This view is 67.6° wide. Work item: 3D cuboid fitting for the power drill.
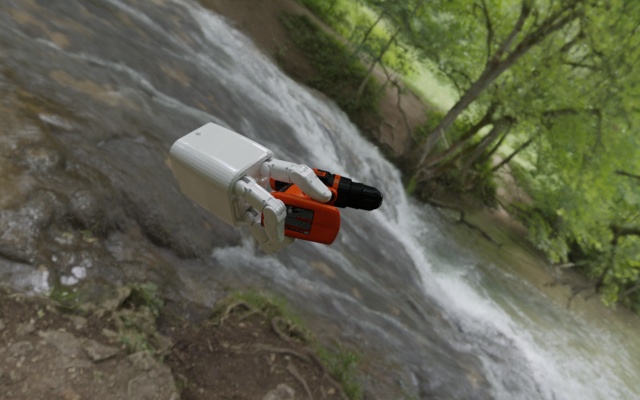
[{"bbox_3d":[0.000,0.002,0.703,0.184,0.057,0.187,11,17,4],"label":"power drill"}]
